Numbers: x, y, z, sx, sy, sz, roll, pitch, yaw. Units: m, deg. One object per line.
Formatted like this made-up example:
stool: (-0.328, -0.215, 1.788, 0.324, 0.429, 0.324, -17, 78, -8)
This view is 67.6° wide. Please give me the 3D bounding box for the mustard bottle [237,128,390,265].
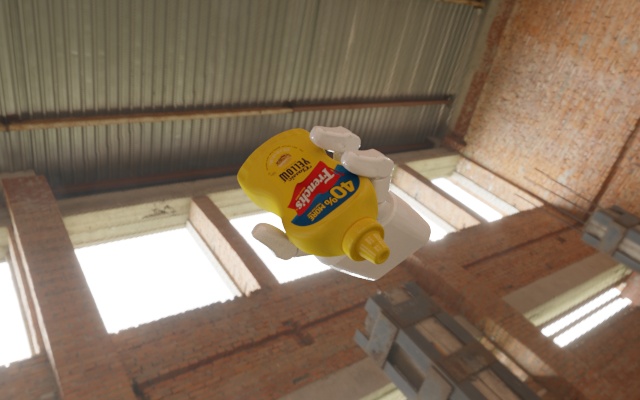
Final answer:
mustard bottle: (0.000, 0.001, 0.476, 0.096, 0.058, 0.191, -37, 48, -13)
